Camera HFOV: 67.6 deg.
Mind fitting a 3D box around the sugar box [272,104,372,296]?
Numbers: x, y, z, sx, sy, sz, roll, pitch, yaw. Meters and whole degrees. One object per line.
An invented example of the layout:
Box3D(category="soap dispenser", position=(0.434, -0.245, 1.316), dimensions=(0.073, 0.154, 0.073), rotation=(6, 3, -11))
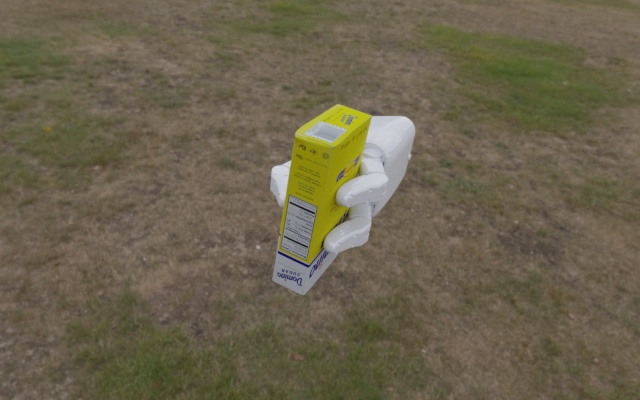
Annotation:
Box3D(category="sugar box", position=(0.001, 0.002, 0.484), dimensions=(0.048, 0.176, 0.093), rotation=(21, 35, 19))
